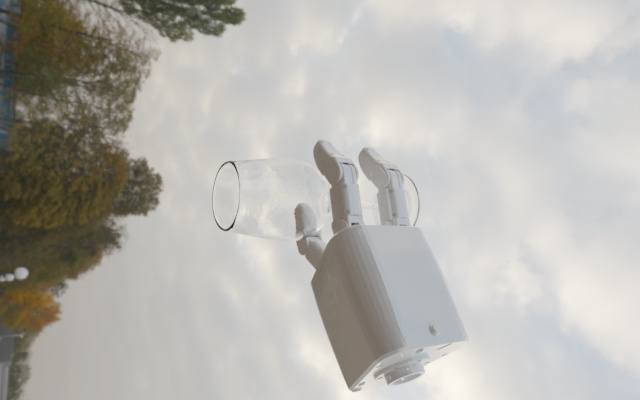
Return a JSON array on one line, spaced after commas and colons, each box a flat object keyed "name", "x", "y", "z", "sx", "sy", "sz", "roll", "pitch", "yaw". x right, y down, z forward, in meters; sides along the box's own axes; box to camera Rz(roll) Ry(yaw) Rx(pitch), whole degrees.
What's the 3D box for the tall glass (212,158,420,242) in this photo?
[{"name": "tall glass", "x": 0.001, "y": 0.001, "z": 0.469, "sx": 0.201, "sy": 0.079, "sz": 0.079, "roll": 4, "pitch": -2, "yaw": -34}]
